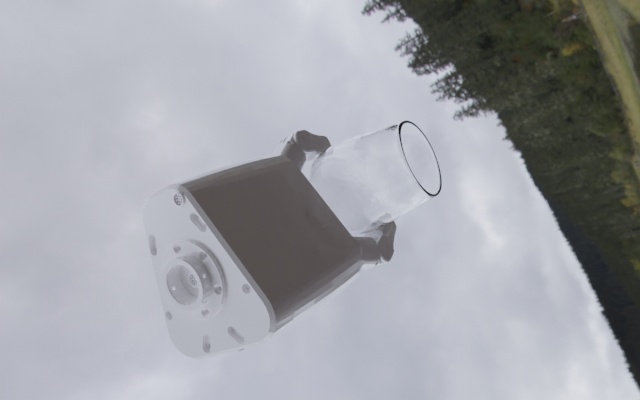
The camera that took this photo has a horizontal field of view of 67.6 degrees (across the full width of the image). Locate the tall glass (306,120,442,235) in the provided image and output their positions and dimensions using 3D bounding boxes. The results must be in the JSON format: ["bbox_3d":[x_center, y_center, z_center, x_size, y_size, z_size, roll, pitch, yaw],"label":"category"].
[{"bbox_3d":[0.000,0.001,0.414,0.201,0.079,0.079,-24,-14,33],"label":"tall glass"}]
